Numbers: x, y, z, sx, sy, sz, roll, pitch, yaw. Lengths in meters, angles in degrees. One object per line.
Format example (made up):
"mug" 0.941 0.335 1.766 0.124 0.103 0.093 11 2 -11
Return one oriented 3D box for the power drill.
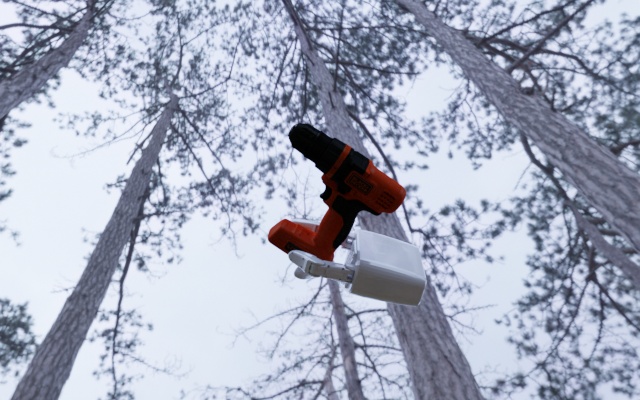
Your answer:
"power drill" 0.000 0.003 0.687 0.184 0.188 0.057 34 29 -4
